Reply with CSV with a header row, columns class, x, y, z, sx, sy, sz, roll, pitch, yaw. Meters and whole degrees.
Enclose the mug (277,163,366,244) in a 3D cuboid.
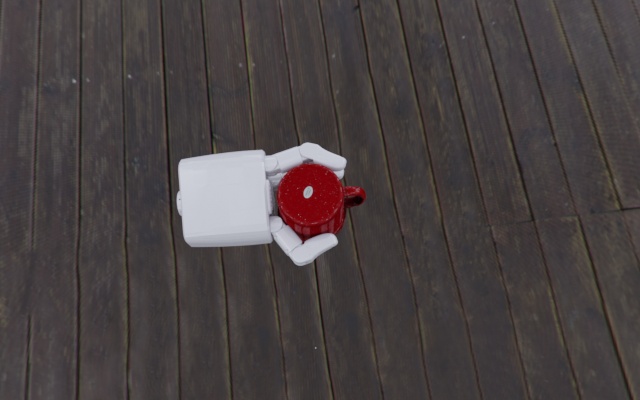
class,x,y,z,sx,sy,sz,roll,pitch,yaw
mug,0.002,0.002,0.606,0.117,0.093,0.081,-6,-17,-1
